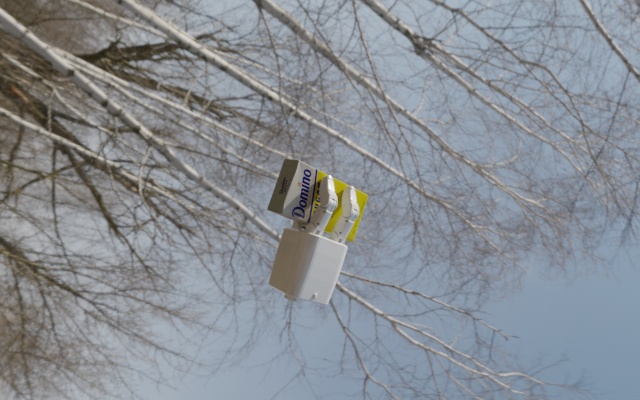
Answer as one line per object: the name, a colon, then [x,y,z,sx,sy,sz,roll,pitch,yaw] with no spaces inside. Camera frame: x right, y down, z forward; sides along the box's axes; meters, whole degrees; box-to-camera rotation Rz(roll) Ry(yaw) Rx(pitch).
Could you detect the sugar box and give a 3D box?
sugar box: [0.001,0.003,0.821,0.176,0.093,0.048,24,-8,-42]
